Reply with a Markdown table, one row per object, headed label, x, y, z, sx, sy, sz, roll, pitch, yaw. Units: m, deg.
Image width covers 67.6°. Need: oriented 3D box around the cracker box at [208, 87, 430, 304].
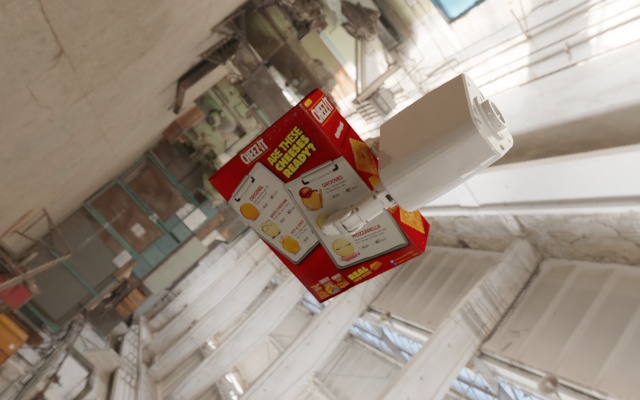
| label | x | y | z | sx | sy | sz | roll | pitch | yaw |
| --- | --- | --- | --- | --- | --- | --- | --- | --- | --- |
| cracker box | 0.000 | 0.002 | 0.570 | 0.164 | 0.214 | 0.072 | -33 | 14 | 32 |
